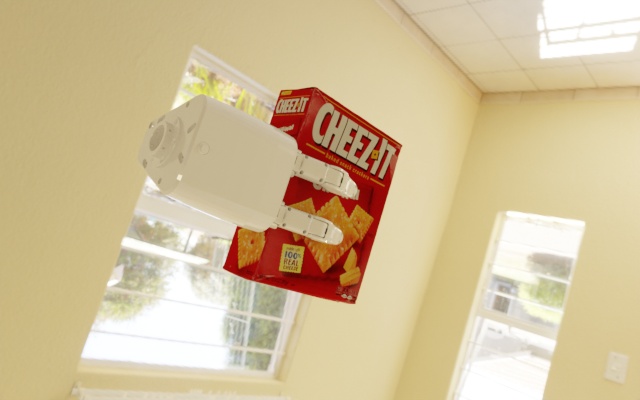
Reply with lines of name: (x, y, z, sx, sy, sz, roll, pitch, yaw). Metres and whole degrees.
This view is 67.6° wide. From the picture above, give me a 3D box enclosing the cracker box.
cracker box: (0.000, 0.002, 0.558, 0.164, 0.213, 0.072, 24, -10, -41)
